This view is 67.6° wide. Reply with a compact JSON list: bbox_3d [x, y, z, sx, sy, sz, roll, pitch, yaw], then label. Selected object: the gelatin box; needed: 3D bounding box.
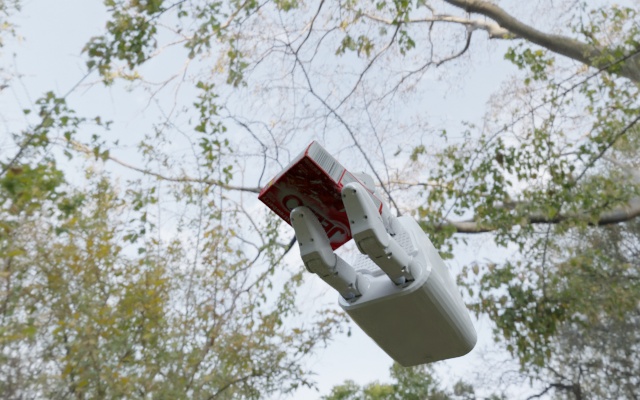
[{"bbox_3d":[0.000,0.001,0.431,0.073,0.089,0.030,-38,17,37],"label":"gelatin box"}]
